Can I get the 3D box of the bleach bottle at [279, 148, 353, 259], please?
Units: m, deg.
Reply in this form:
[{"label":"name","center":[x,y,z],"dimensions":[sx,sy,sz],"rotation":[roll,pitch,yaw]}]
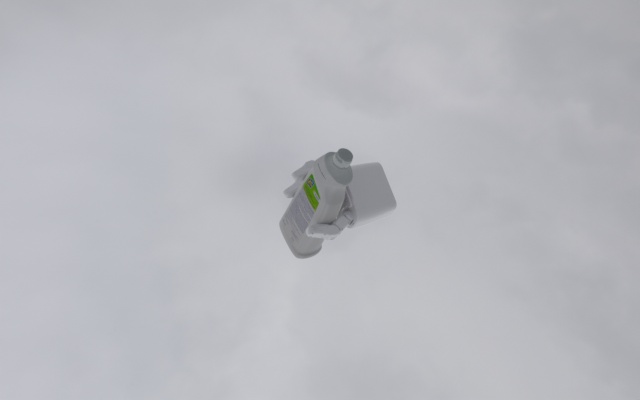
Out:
[{"label":"bleach bottle","center":[0.000,0.003,0.870],"dimensions":[0.068,0.102,0.251],"rotation":[-15,-27,-34]}]
